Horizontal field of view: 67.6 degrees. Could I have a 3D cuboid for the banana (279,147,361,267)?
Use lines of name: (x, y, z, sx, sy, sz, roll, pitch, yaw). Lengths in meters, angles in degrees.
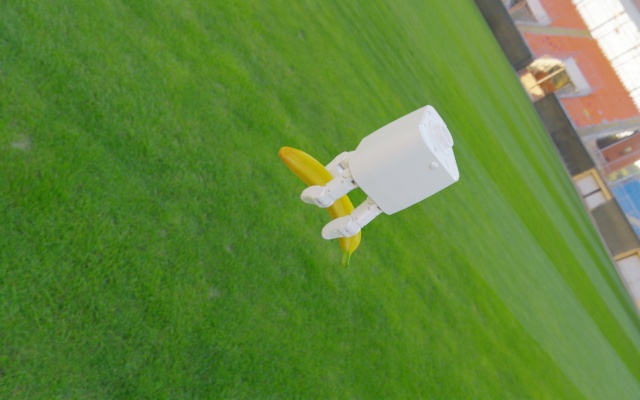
banana: (0.010, -0.002, 0.705, 0.037, 0.198, 0.069, -25, 9, 35)
